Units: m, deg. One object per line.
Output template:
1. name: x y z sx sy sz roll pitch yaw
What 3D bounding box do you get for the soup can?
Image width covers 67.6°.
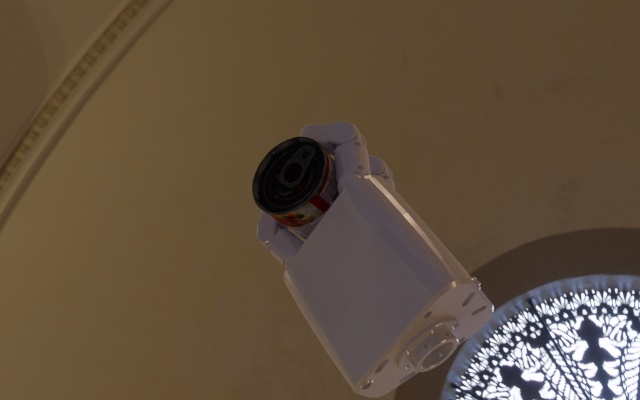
1. soup can: 0.000 0.001 0.405 0.068 0.068 0.102 0 -25 34
